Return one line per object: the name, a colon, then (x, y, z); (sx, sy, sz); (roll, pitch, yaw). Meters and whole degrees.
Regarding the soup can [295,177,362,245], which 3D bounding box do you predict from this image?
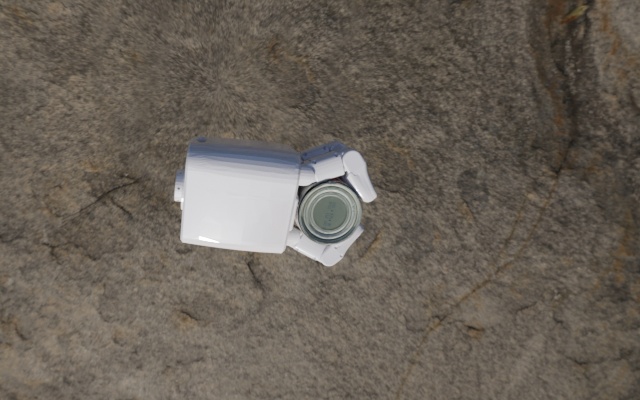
soup can: (0.001, 0.002, 0.520); (0.068, 0.068, 0.102); (0, 13, -12)
